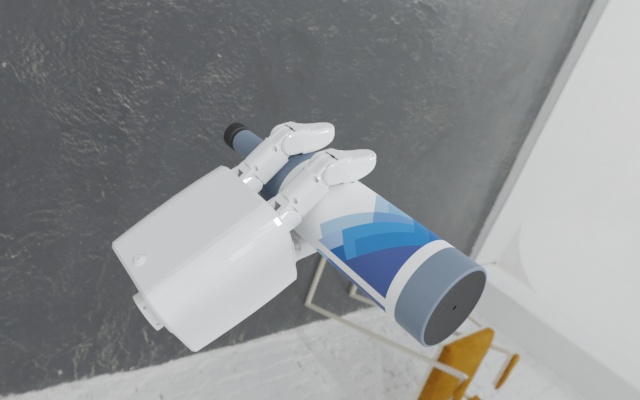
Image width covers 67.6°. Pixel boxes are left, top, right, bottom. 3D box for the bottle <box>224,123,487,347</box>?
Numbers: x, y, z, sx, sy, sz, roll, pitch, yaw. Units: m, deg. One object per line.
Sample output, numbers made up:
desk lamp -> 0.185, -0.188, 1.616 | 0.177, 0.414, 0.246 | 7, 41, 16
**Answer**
bottle -> 0.000, 0.001, 0.411 | 0.069, 0.069, 0.295 | 0, 29, -45
